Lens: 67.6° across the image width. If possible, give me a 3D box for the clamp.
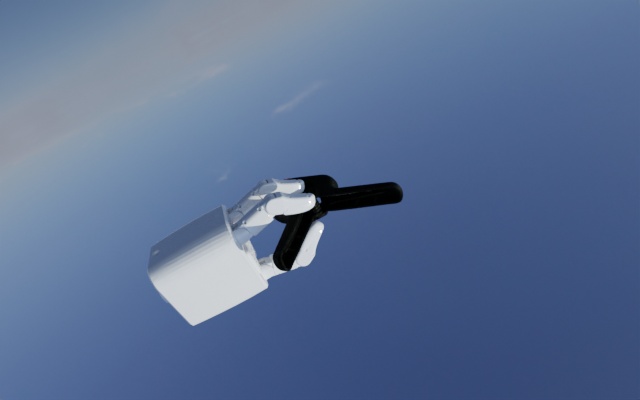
[{"bbox_3d":[0.000,0.003,0.603,0.164,0.036,0.210,-27,23,-5],"label":"clamp"}]
